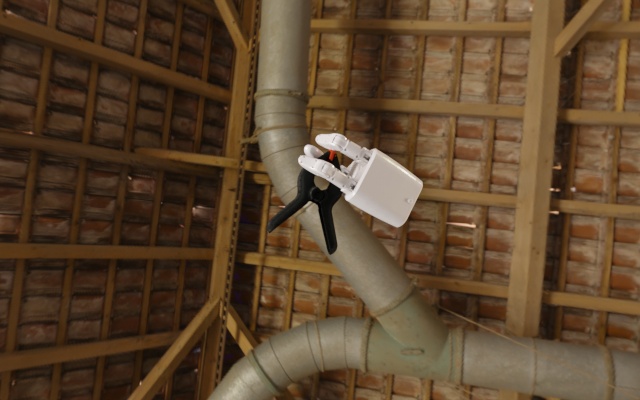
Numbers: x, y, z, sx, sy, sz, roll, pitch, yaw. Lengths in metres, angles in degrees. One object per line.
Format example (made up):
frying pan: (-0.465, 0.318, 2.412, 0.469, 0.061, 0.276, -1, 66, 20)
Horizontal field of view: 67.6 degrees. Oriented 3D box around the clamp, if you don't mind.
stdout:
clamp: (0.000, 0.002, 0.793, 0.120, 0.171, 0.039, 30, -9, -14)
